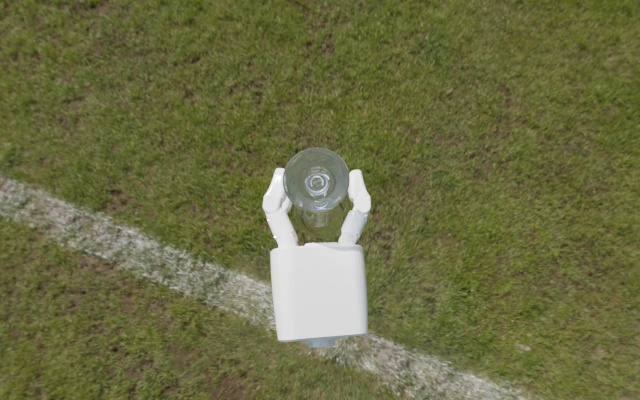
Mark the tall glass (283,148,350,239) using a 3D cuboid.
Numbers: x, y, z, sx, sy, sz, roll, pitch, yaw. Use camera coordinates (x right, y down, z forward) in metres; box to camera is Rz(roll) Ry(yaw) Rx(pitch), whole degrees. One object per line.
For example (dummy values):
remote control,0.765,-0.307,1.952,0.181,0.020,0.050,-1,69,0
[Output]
tall glass,0.000,0.002,0.620,0.079,0.079,0.201,0,-14,3
